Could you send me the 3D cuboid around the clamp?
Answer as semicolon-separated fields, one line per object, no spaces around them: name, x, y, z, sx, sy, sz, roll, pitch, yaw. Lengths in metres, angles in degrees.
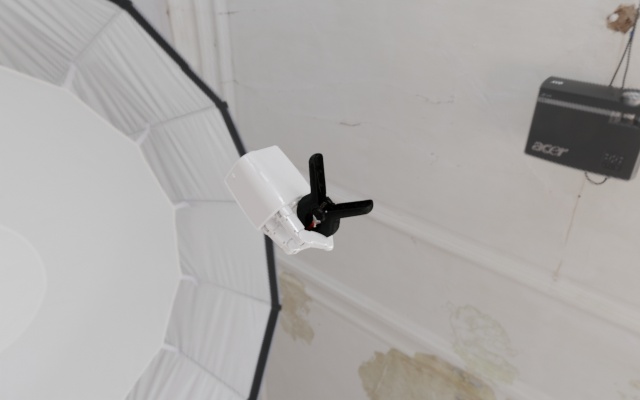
clamp;0.000;0.002;0.759;0.039;0.120;0.171;-33;-6;-41
